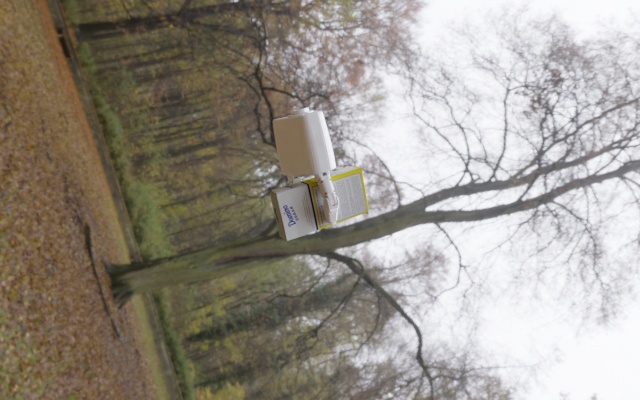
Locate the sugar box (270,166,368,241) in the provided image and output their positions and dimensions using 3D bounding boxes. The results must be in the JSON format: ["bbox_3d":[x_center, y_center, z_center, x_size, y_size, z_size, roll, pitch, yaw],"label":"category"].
[{"bbox_3d":[0.000,0.003,0.891,0.176,0.093,0.048,-16,17,-19],"label":"sugar box"}]
